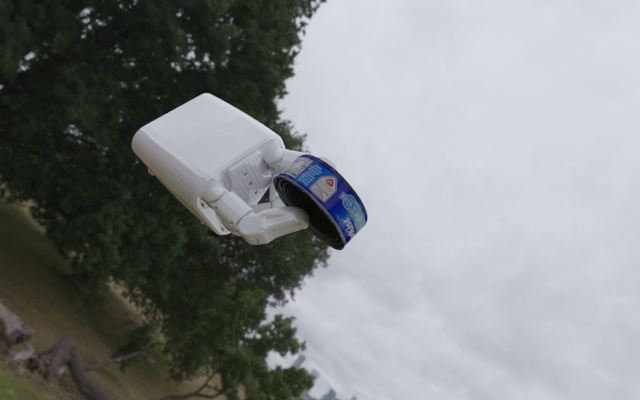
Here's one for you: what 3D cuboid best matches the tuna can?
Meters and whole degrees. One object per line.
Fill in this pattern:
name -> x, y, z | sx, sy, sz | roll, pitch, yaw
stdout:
tuna can -> 0.001, 0.001, 0.418 | 0.033, 0.086, 0.086 | -44, 15, -16
